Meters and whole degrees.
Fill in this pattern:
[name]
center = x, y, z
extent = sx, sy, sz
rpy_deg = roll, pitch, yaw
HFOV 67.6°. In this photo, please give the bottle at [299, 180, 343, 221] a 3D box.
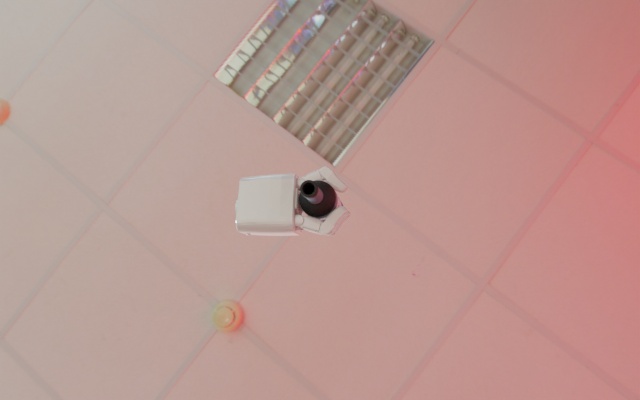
[bottle]
center = 0.000, 0.003, 0.873
extent = 0.069, 0.069, 0.296
rpy_deg = 0, -8, 7
